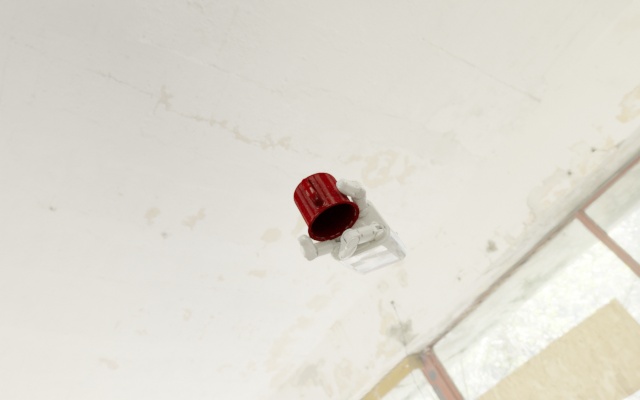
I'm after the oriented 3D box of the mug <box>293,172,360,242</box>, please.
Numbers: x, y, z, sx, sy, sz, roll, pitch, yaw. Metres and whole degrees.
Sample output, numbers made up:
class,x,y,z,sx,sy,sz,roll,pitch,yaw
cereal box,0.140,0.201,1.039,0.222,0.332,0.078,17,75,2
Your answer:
class,x,y,z,sx,sy,sz,roll,pitch,yaw
mug,-0.001,0.002,0.782,0.093,0.081,0.117,-37,-37,7
